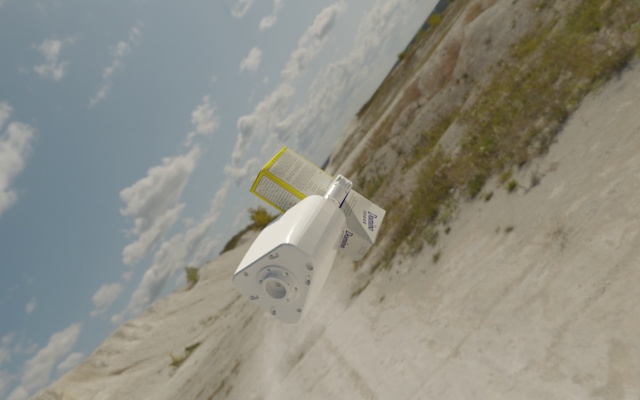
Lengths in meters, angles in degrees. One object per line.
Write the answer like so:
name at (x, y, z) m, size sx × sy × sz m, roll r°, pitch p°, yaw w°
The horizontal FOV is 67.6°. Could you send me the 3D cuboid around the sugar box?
sugar box at (0.000, 0.003, 0.660) m, size 0.176 × 0.048 × 0.093 m, roll 36°, pitch 33°, yaw -2°
